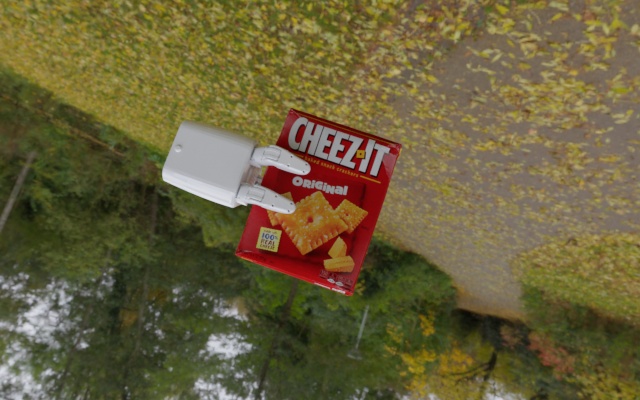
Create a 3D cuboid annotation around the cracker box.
[{"bbox_3d":[0.000,0.002,0.652,0.164,0.213,0.072,19,-8,4],"label":"cracker box"}]
